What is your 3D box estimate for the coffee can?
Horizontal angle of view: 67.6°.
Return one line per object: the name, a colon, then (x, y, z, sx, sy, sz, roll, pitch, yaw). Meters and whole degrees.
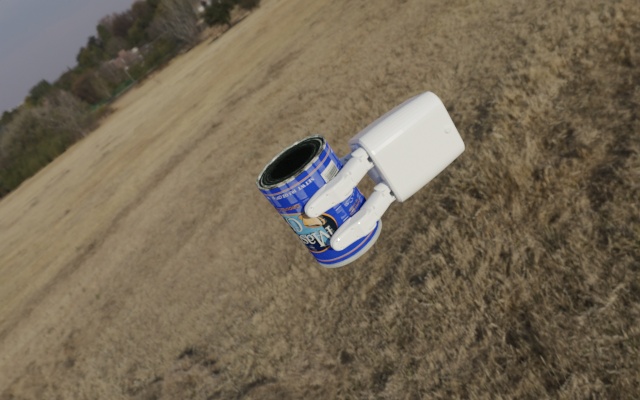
coffee can: (0.000, 0.002, 0.612, 0.103, 0.140, 0.102, -29, 26, 16)
